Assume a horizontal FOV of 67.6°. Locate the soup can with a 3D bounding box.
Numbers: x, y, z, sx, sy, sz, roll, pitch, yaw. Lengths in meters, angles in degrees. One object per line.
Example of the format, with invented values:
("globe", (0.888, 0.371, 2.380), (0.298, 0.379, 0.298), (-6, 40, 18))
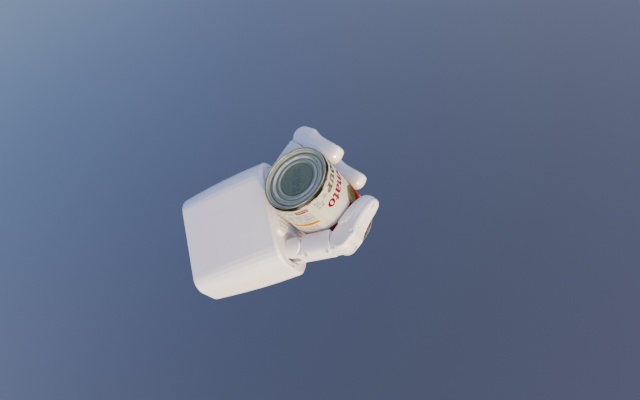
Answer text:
("soup can", (0.000, 0.001, 0.470), (0.068, 0.068, 0.102), (0, -27, 32))
